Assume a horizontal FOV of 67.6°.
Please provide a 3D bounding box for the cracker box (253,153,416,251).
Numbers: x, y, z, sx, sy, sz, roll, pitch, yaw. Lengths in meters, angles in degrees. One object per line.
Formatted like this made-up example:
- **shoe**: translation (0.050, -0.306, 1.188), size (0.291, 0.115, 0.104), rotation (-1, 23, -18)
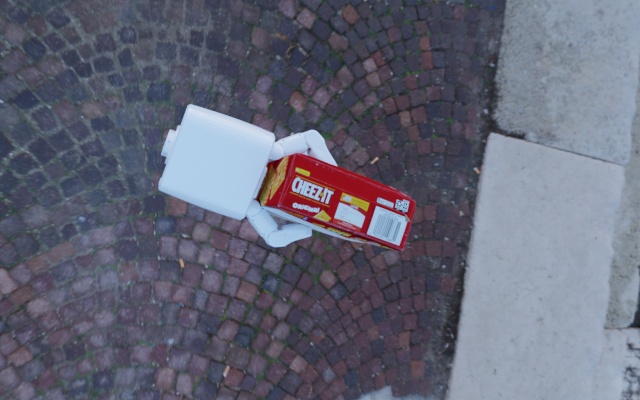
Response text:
- **cracker box**: translation (0.000, 0.002, 0.632), size (0.164, 0.072, 0.213), rotation (20, -6, -18)
